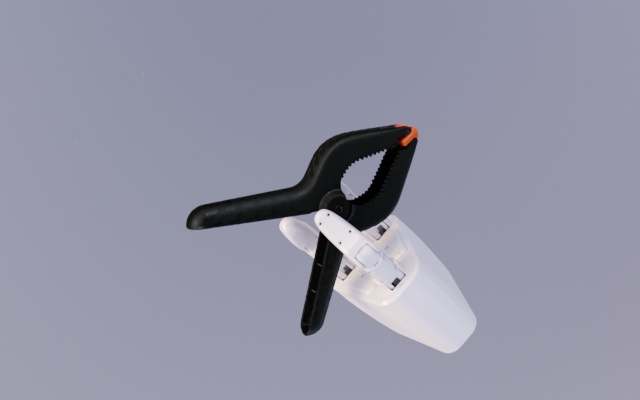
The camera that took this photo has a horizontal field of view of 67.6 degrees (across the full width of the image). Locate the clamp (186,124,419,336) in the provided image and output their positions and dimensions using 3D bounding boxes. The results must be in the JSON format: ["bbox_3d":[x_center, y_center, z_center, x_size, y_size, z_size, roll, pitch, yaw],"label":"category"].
[{"bbox_3d":[0.001,0.001,0.422,0.165,0.210,0.036,41,-2,-26],"label":"clamp"}]
